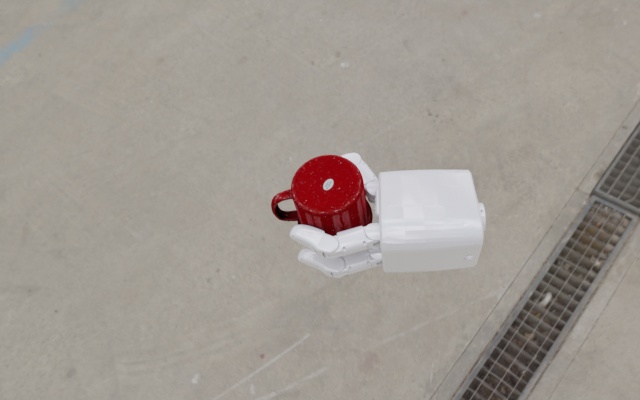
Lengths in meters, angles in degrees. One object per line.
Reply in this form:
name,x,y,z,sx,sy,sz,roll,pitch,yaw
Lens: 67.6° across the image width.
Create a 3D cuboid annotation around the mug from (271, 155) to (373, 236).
mug,-0.001,0.002,0.556,0.117,0.093,0.082,-4,-32,7
